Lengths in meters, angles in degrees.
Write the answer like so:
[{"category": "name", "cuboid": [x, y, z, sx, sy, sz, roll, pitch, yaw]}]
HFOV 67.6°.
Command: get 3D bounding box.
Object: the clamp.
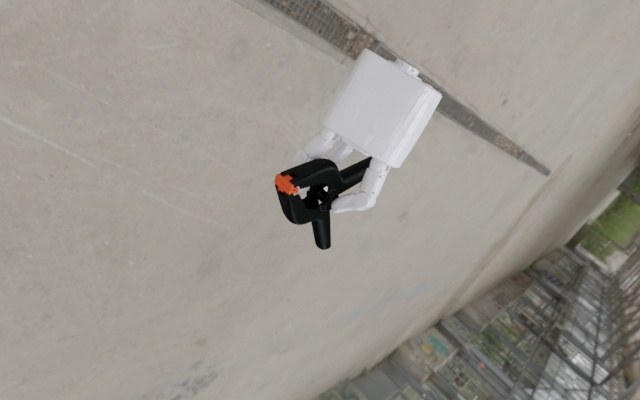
[{"category": "clamp", "cuboid": [0.001, 0.002, 0.646, 0.036, 0.164, 0.210, 37, 17, 27]}]
